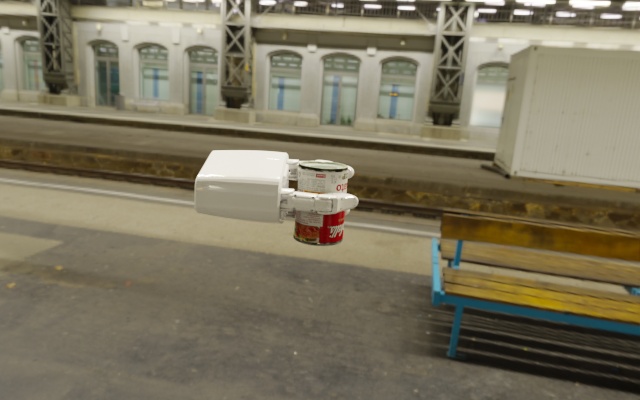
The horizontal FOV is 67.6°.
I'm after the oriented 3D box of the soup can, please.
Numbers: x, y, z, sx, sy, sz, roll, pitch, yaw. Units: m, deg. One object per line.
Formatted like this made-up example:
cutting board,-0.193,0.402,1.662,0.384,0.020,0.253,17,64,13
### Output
soup can,0.001,0.002,0.638,0.068,0.102,0.068,4,13,-1
